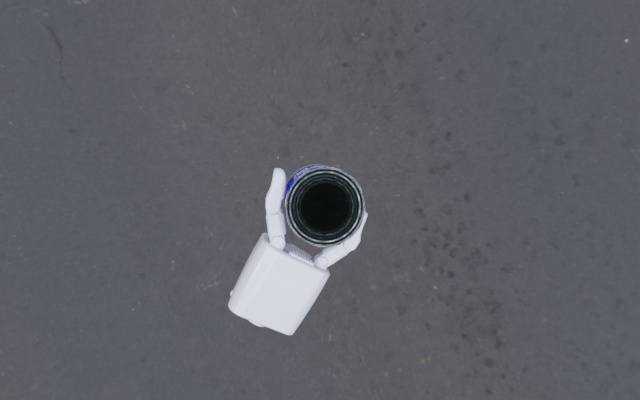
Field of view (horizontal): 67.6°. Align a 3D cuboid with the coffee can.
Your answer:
[{"bbox_3d":[0.000,0.002,0.668,0.103,0.103,0.140,0,5,-5],"label":"coffee can"}]
